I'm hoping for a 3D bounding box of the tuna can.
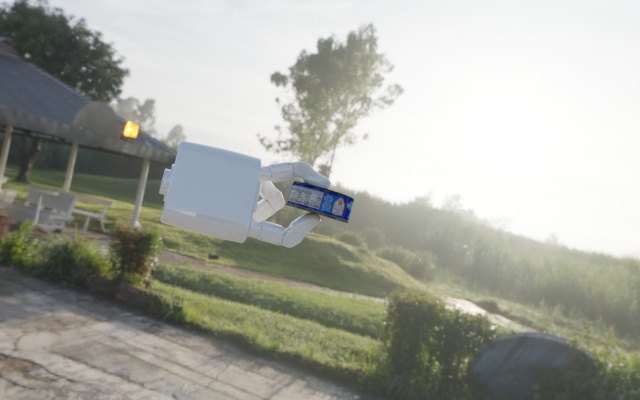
[{"bbox_3d":[0.000,0.002,0.629,0.086,0.034,0.086,16,-2,1],"label":"tuna can"}]
